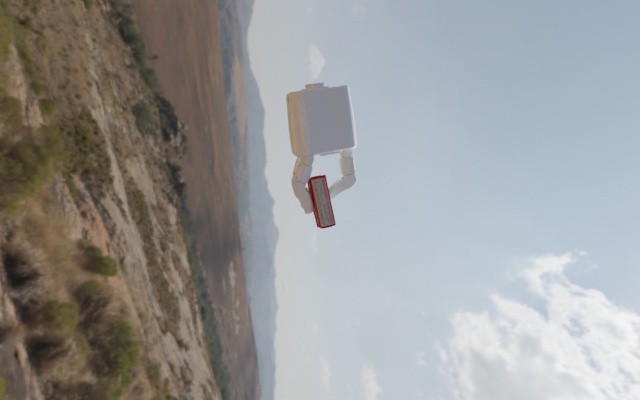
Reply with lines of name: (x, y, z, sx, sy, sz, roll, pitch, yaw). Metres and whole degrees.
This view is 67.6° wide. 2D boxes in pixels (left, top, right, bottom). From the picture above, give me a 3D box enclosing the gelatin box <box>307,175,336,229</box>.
gelatin box: (0.001, 0.003, 0.829, 0.030, 0.089, 0.073, -13, 0, -6)
